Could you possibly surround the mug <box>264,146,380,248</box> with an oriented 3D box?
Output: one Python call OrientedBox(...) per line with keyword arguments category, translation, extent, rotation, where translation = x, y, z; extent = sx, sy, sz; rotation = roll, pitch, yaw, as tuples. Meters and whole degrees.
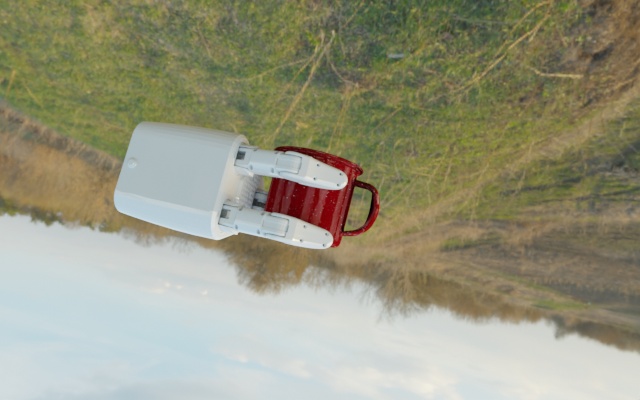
OrientedBox(category="mug", translation=(0.001, 0.002, 0.473), extent=(0.117, 0.081, 0.093), rotation=(12, -7, 14))
